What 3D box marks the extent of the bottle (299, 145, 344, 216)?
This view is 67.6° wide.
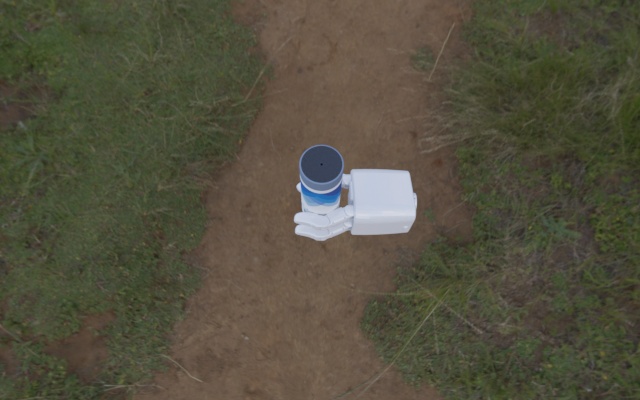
[{"bbox_3d":[0.000,0.003,0.844,0.069,0.069,0.296,0,-23,-1],"label":"bottle"}]
